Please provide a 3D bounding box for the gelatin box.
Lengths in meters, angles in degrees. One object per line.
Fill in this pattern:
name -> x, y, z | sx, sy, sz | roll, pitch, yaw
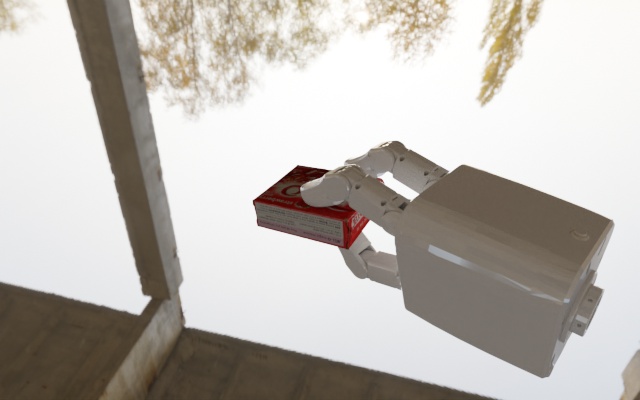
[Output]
gelatin box -> 0.000, 0.002, 0.404 | 0.089, 0.030, 0.073 | 11, 33, 27
